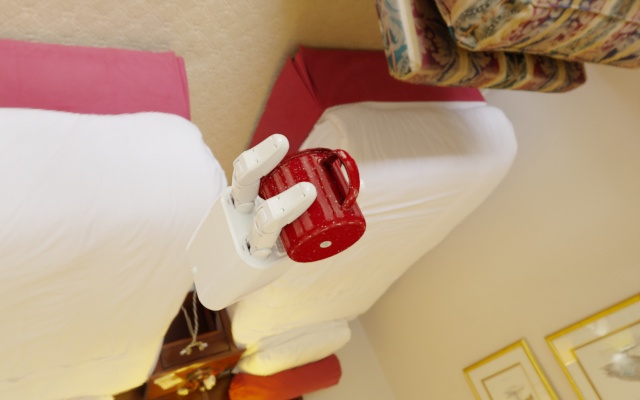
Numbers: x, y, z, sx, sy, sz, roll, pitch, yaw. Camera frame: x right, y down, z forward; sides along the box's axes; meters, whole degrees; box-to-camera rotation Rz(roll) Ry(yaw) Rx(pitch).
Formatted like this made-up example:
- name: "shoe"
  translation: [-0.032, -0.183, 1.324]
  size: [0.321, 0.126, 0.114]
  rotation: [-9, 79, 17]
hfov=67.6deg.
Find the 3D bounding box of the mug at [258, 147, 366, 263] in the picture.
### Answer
- name: "mug"
  translation: [0.001, 0.001, 0.459]
  size: [0.093, 0.081, 0.117]
  rotation: [0, -35, -41]
